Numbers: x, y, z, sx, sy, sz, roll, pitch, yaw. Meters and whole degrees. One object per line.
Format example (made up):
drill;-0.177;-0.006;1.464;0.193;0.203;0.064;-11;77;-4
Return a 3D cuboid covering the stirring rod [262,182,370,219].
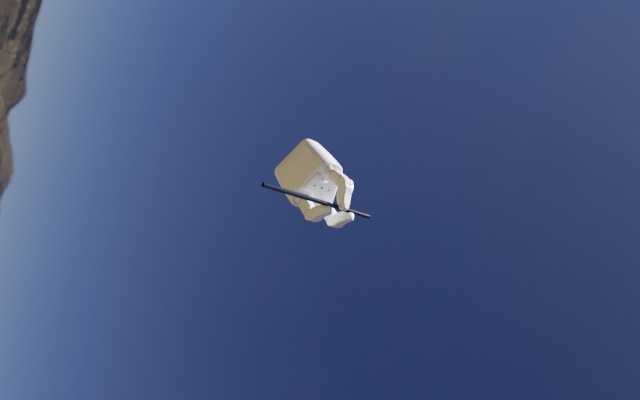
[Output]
stirring rod;0.000;0.003;0.834;0.239;0.011;0.011;17;-11;-37
